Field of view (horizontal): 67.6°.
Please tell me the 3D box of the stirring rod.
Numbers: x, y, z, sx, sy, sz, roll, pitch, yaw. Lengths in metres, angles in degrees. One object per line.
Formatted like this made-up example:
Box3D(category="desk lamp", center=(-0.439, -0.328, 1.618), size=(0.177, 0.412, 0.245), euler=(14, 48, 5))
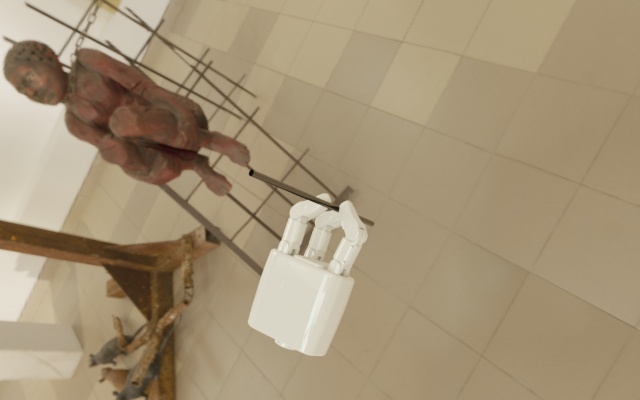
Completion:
Box3D(category="stirring rod", center=(0.000, 0.002, 0.602), size=(0.011, 0.011, 0.239), euler=(0, -15, 40))
